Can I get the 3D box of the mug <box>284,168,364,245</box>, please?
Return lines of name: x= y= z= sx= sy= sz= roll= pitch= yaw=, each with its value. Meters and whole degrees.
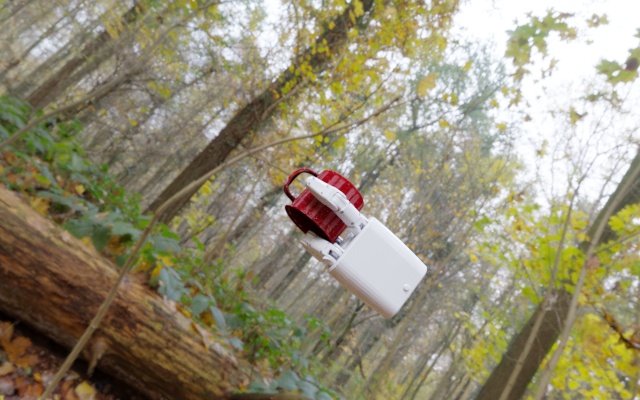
mug: x=-0.001 y=0.001 z=0.692 sx=0.117 sy=0.081 sz=0.093 roll=42 pitch=-17 yaw=-3
